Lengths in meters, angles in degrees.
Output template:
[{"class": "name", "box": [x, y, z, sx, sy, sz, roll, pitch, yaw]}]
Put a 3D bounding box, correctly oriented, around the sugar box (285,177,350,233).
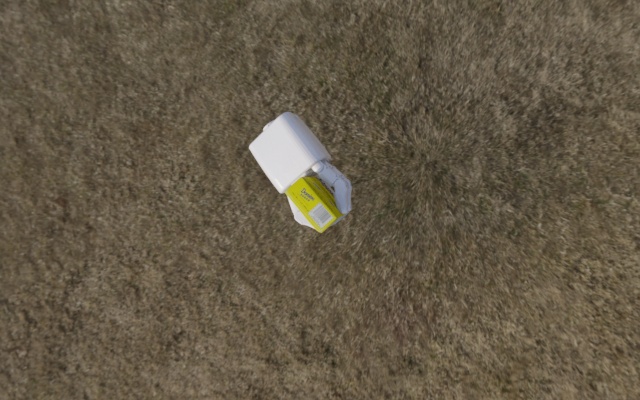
[{"class": "sugar box", "box": [0.000, 0.002, 0.863, 0.048, 0.093, 0.176, -41, -4, 12]}]
